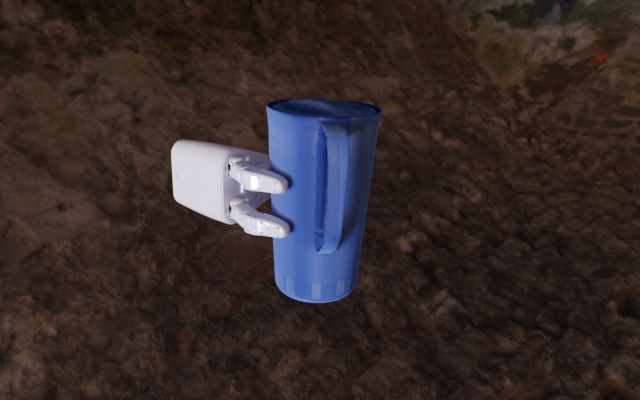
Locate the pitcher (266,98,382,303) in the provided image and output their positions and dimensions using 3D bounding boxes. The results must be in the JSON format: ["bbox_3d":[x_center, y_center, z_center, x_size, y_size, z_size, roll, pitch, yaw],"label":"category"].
[{"bbox_3d":[0.000,0.002,0.582,0.145,0.243,0.149,15,23,32],"label":"pitcher"}]
